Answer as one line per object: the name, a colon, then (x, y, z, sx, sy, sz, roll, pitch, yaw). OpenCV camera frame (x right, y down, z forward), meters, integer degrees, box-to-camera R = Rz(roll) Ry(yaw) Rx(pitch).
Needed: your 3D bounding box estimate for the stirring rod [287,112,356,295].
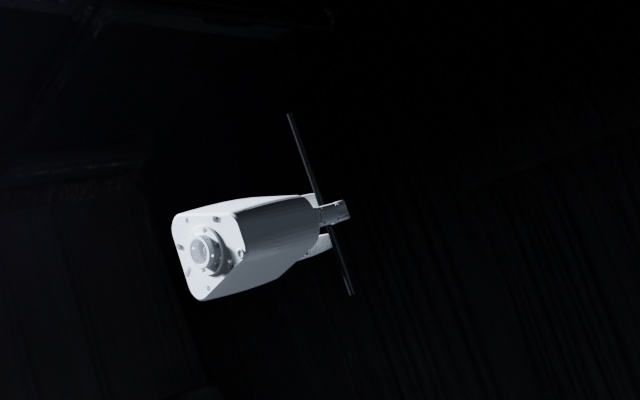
stirring rod: (0.000, 0.002, 0.598, 0.011, 0.239, 0.011, -19, -6, -2)
